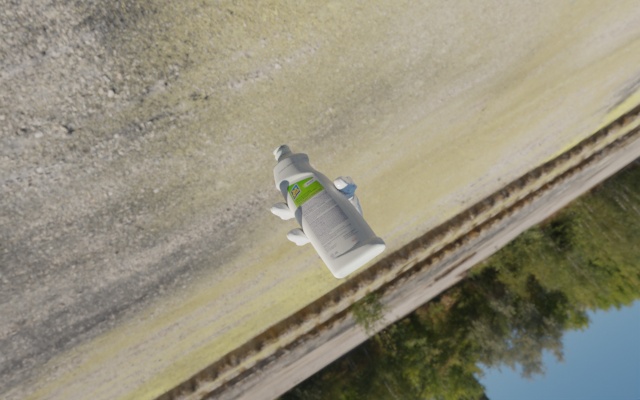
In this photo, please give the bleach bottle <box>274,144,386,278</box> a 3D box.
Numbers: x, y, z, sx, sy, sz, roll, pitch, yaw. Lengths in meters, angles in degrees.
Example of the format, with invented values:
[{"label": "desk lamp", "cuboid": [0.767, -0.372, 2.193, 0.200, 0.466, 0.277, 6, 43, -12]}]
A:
[{"label": "bleach bottle", "cuboid": [0.000, 0.003, 0.816, 0.102, 0.250, 0.068, -34, -19, 2]}]
